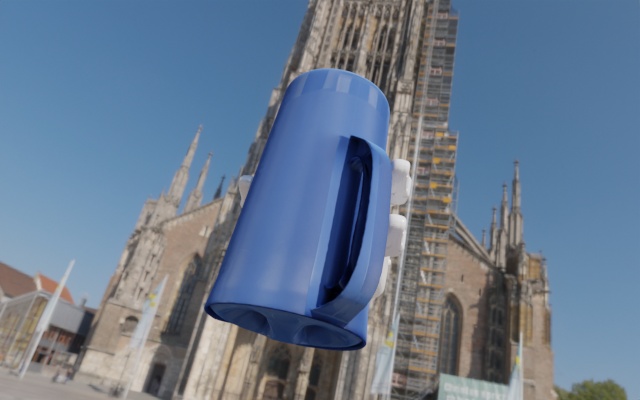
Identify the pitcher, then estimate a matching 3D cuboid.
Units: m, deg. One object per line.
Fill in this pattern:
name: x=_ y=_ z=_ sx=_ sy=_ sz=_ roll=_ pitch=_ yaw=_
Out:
pitcher: x=0.000 y=0.001 z=0.427 sx=0.149 sy=0.242 sz=0.145 roll=4 pitch=-26 yaw=18
